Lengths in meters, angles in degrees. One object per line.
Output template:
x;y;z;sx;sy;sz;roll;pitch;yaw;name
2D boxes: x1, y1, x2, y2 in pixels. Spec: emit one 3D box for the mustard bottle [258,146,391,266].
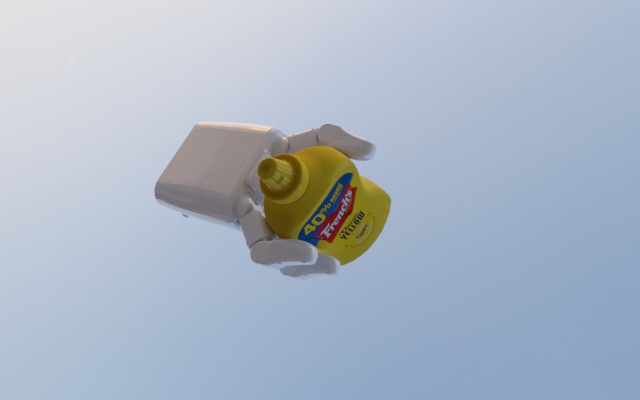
0.000;0.002;0.449;0.058;0.096;0.192;40;4;32;mustard bottle
